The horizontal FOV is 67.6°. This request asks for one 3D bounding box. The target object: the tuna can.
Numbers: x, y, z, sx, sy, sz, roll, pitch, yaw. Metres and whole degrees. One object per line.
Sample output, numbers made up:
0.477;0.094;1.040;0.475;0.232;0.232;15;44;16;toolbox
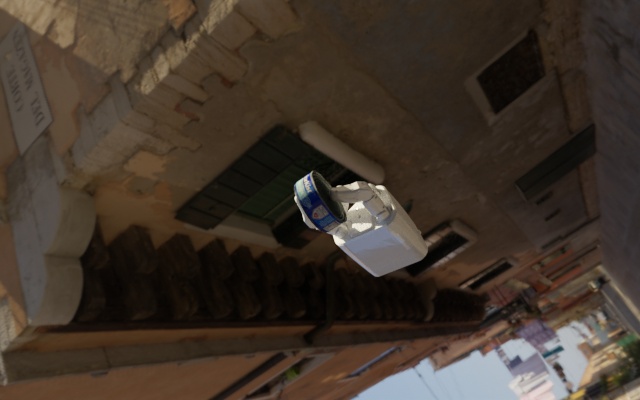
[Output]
0.000;0.002;0.677;0.034;0.086;0.086;-33;-9;14;tuna can
